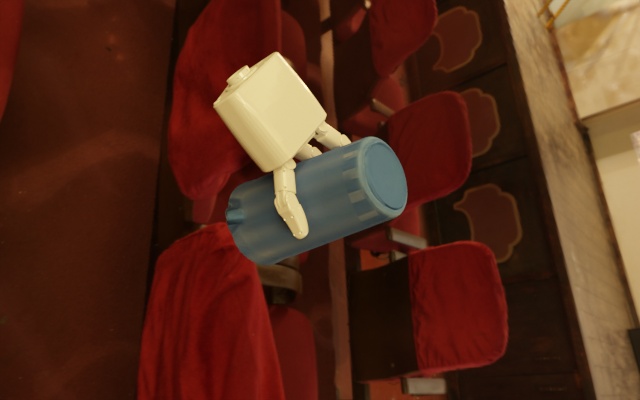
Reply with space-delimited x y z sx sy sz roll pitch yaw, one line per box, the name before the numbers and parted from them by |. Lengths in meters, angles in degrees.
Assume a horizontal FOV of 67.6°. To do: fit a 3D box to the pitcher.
pitcher | 0.000 0.002 0.673 0.243 0.145 0.149 -20 27 37
